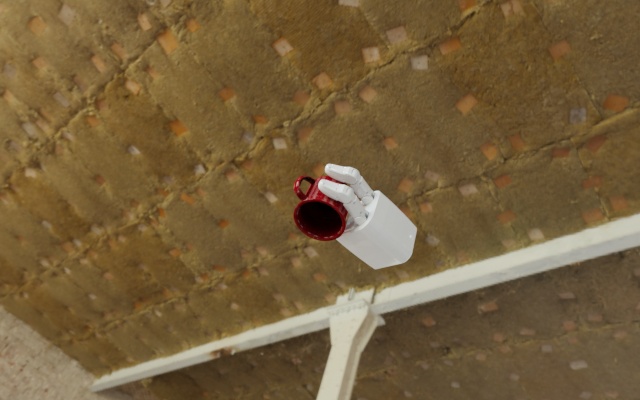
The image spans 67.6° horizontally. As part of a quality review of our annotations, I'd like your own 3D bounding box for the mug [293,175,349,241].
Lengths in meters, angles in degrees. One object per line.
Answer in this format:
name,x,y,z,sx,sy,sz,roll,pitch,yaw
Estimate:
mug,-0.001,0.002,0.837,0.093,0.117,0.081,-36,19,38
